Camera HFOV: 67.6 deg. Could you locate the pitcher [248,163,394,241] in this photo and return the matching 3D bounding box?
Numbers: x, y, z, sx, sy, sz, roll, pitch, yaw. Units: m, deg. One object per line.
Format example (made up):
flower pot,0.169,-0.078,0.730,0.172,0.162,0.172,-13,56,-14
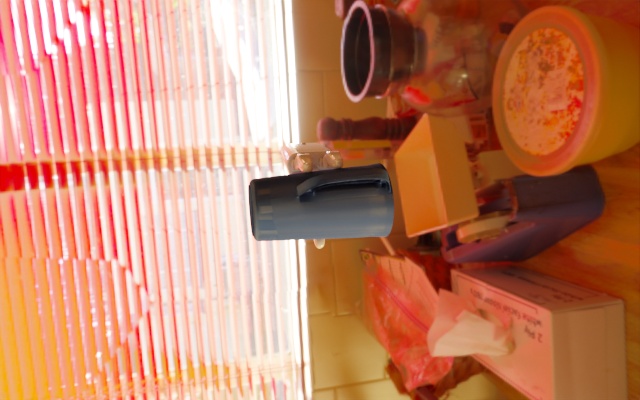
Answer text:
pitcher,0.000,0.003,0.830,0.243,0.149,0.145,-5,22,-11
